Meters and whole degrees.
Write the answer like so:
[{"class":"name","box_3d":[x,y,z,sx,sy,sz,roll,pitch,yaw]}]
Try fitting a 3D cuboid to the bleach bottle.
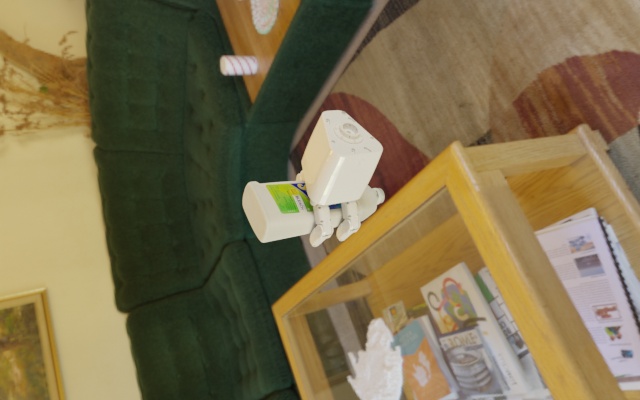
[{"class":"bleach bottle","box_3d":[0.000,0.003,0.829,0.251,0.102,0.068,-10,-37,-30]}]
